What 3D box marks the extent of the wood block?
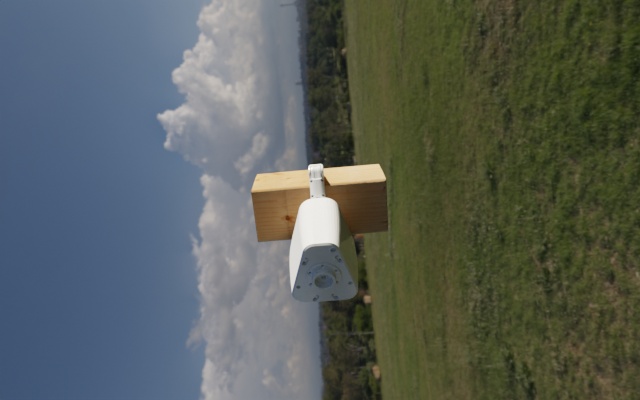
[{"bbox_3d":[0.000,0.002,0.775,0.206,0.091,0.090,-5,20,1],"label":"wood block"}]
